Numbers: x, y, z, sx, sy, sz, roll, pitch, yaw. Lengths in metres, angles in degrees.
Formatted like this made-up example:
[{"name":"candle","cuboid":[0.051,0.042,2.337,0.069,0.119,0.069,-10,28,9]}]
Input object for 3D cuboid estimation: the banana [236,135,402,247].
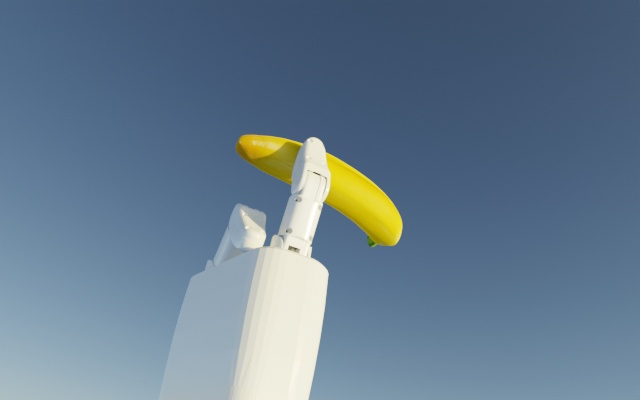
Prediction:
[{"name":"banana","cuboid":[0.017,-0.002,0.415,0.069,0.037,0.198,-19,-42,35]}]
